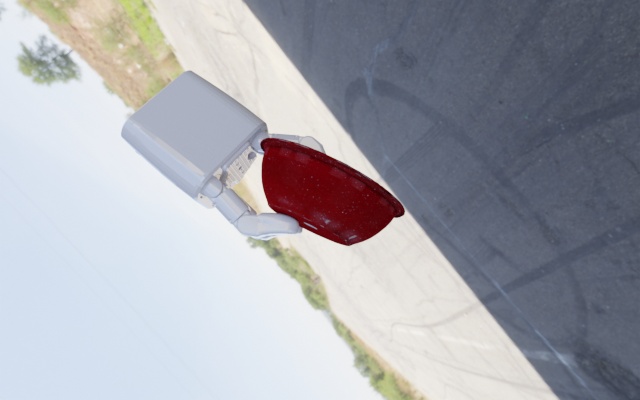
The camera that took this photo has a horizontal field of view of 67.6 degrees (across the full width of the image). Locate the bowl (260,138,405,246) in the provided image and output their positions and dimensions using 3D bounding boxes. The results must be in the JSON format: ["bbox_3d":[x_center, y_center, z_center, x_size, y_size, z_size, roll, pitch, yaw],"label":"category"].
[{"bbox_3d":[0.001,0.002,0.478,0.162,0.055,0.162,26,-10,5],"label":"bowl"}]
